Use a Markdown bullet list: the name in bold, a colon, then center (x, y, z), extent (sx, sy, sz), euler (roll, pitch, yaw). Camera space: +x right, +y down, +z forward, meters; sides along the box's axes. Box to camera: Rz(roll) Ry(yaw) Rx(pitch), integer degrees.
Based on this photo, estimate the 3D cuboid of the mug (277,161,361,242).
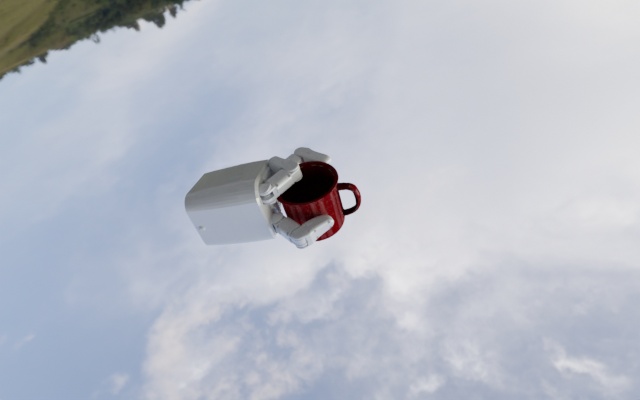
- **mug**: center (0.002, 0.002, 0.679), extent (0.117, 0.082, 0.093), euler (-8, 41, 11)
